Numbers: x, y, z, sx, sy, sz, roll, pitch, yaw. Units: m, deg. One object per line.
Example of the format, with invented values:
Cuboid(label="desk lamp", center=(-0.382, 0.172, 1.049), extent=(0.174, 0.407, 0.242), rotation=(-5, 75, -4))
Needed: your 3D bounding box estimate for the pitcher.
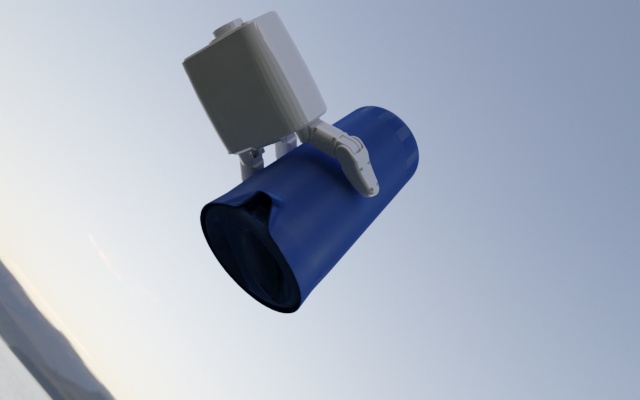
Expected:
Cuboid(label="pitcher", center=(0.000, 0.002, 0.526), extent=(0.149, 0.145, 0.242), rotation=(-6, 28, 51))
